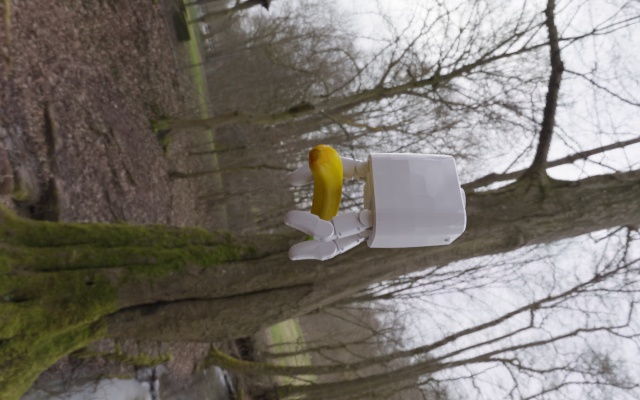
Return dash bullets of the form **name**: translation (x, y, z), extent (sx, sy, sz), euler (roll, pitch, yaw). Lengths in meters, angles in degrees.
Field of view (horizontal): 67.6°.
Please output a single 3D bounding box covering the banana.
- **banana**: translation (0.005, -0.010, 0.574), extent (0.037, 0.069, 0.198), euler (14, -36, 7)
